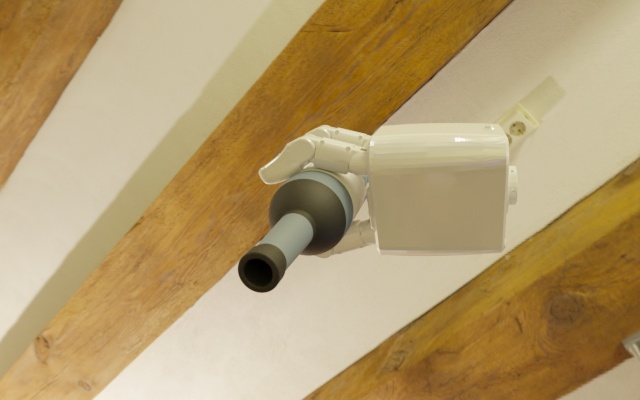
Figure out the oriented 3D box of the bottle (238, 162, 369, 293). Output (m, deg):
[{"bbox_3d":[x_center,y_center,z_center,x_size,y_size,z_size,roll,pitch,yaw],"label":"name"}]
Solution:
[{"bbox_3d":[0.000,0.001,0.423,0.069,0.069,0.295,0,17,16],"label":"bottle"}]
